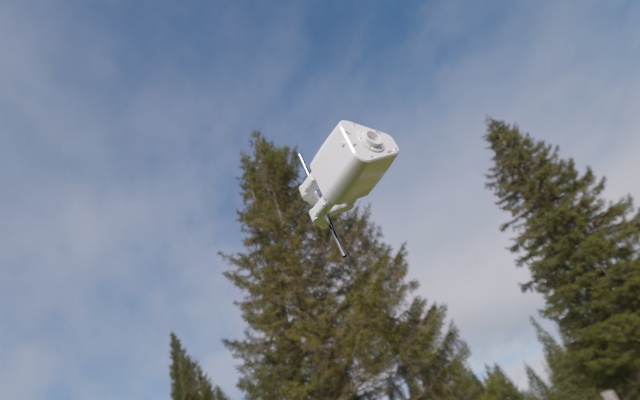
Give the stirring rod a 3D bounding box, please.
[{"bbox_3d":[0.000,0.003,0.892,0.011,0.239,0.011,-17,-32,-11],"label":"stirring rod"}]
